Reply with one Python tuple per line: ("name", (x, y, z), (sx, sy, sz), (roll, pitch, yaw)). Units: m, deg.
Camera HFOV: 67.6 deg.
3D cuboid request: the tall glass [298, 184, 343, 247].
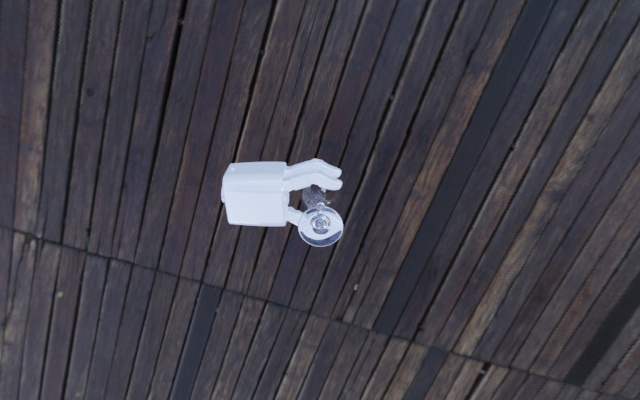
("tall glass", (0.000, 0.003, 0.868), (0.079, 0.079, 0.201), (0, 24, 0))
